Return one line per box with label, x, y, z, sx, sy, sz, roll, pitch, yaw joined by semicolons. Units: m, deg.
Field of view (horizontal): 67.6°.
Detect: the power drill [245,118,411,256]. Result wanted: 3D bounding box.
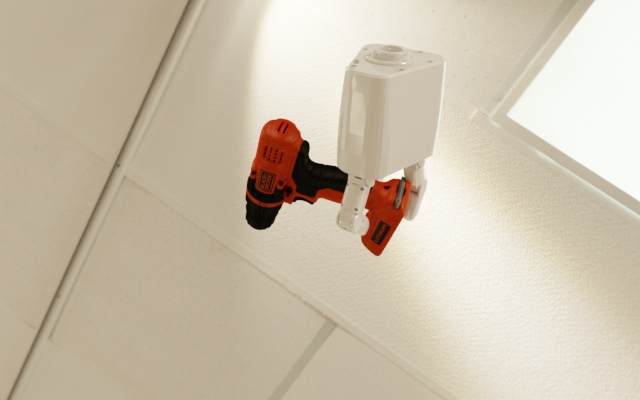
power drill;0.001;0.002;0.580;0.187;0.057;0.185;20;-39;-1
